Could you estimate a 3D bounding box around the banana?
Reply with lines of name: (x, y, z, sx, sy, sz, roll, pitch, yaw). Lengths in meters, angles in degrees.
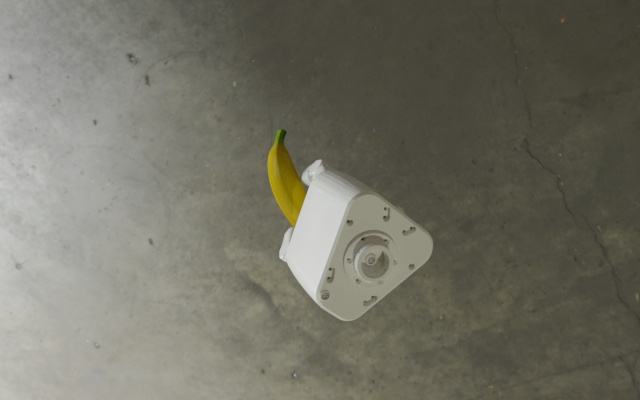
banana: (-0.013, 0.009, 0.591, 0.069, 0.198, 0.037, -41, 19, -34)
